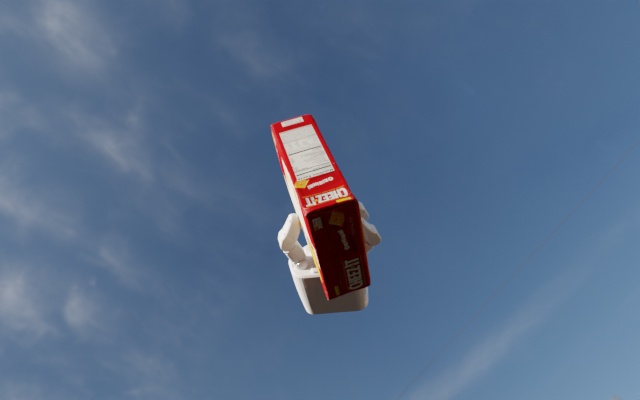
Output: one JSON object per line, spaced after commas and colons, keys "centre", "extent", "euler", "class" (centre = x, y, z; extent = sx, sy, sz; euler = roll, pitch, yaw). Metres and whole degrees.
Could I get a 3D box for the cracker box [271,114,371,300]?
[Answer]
{"centre": [0.000, 0.002, 0.671], "extent": [0.072, 0.164, 0.213], "euler": [-18, 41, -5], "class": "cracker box"}
